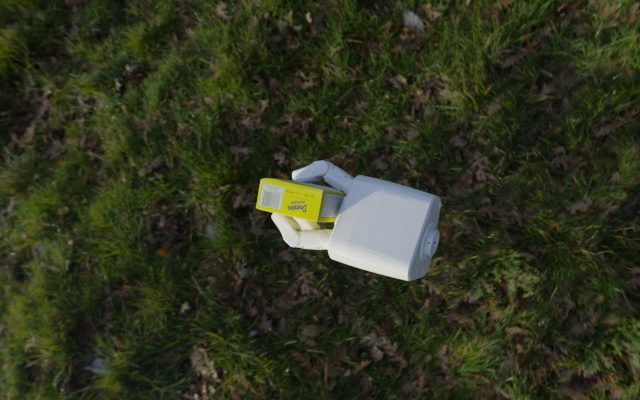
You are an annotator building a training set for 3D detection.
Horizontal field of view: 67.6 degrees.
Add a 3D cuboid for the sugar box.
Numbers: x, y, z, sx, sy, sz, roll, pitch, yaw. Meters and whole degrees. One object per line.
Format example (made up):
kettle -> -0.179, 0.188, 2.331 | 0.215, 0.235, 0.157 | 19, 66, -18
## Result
sugar box -> 0.000, 0.003, 0.656 | 0.093, 0.048, 0.176 | 12, 1, 27
